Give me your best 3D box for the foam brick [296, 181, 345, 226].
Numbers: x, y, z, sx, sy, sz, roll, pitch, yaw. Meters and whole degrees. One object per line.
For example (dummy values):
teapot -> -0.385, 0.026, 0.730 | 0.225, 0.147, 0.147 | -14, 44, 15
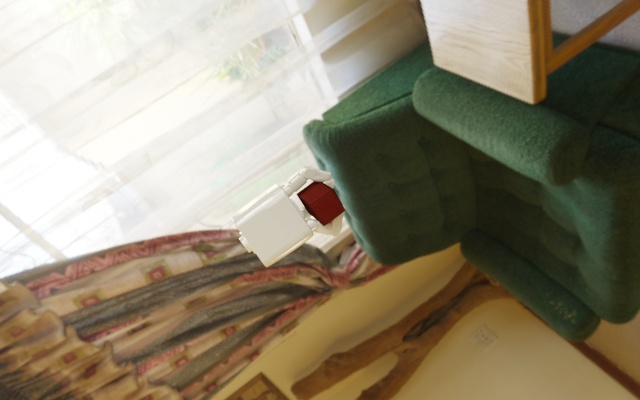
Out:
foam brick -> 0.000, 0.003, 0.874 | 0.051, 0.053, 0.078 | -36, 25, -9
